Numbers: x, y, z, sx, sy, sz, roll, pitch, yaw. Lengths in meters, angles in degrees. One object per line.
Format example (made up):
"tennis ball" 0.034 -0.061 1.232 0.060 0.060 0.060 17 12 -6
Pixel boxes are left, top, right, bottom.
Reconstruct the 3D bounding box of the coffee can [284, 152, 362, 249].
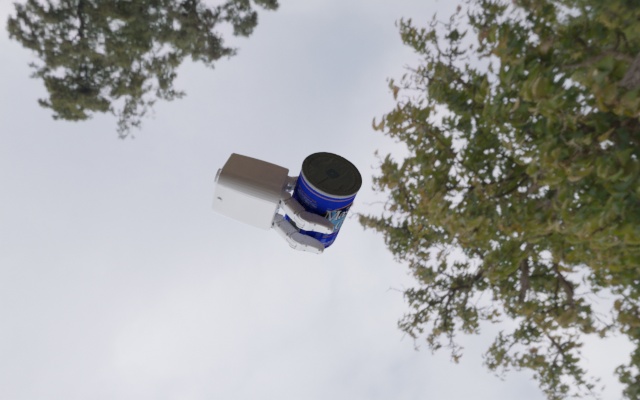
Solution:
"coffee can" 0.000 0.003 0.815 0.103 0.102 0.140 0 -43 -22
